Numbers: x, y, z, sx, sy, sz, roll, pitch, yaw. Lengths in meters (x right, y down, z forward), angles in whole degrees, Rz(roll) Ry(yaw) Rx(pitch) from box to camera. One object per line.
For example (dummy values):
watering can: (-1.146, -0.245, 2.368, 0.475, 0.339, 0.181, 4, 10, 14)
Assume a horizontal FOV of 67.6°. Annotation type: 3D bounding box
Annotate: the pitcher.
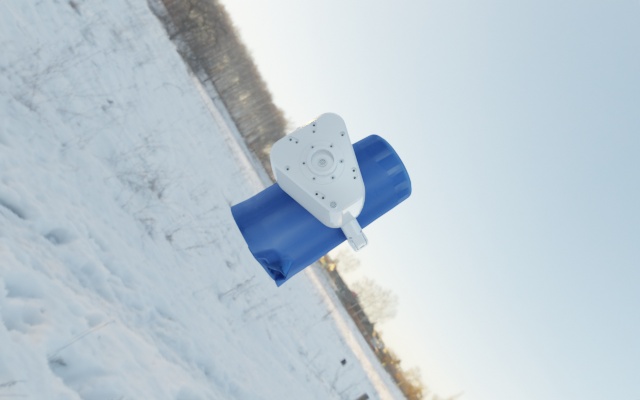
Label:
pitcher: (0.000, 0.002, 0.696, 0.243, 0.149, 0.145, -31, -10, -4)
